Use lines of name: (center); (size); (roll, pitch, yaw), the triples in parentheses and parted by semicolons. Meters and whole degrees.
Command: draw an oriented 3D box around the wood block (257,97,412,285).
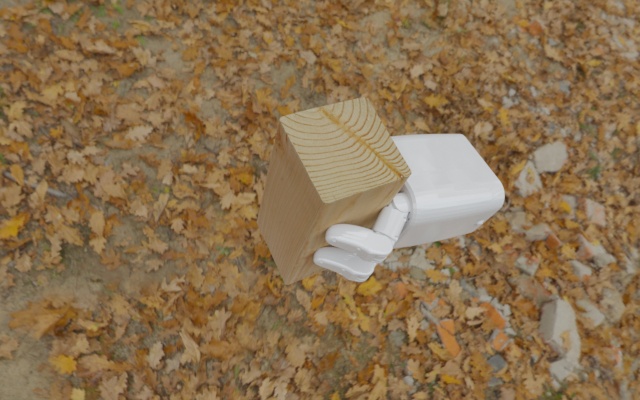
wood block: (0.000, 0.001, 0.492); (0.090, 0.090, 0.206); (-18, -22, -22)
